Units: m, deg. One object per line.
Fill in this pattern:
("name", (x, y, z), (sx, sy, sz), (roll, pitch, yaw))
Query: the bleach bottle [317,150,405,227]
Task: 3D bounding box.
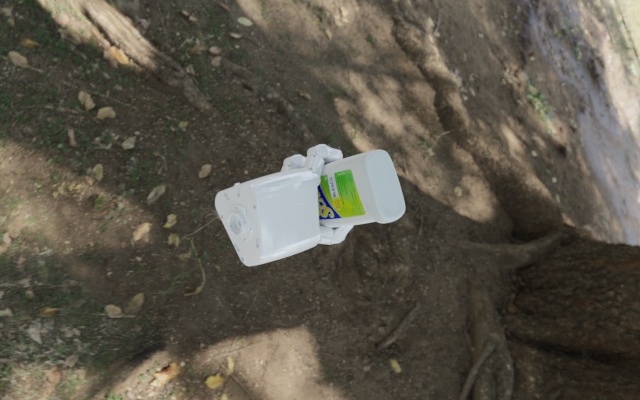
("bleach bottle", (0.000, 0.002, 0.719), (0.251, 0.102, 0.068), (-16, 1, 43))
